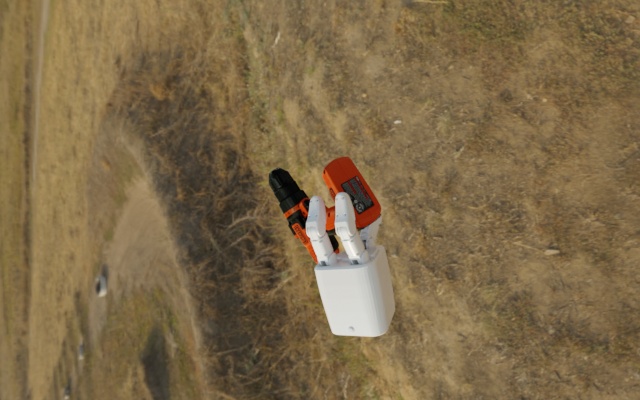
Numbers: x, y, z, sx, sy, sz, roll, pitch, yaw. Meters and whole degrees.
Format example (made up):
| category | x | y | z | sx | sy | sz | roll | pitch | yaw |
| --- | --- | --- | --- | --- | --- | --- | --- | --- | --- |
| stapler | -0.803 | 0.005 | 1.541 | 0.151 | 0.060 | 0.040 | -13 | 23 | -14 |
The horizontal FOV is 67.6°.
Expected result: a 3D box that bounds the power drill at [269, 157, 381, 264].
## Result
| category | x | y | z | sx | sy | sz | roll | pitch | yaw |
| --- | --- | --- | --- | --- | --- | --- | --- | --- | --- |
| power drill | 0.000 | 0.003 | 0.753 | 0.057 | 0.184 | 0.188 | -32 | -2 | -32 |
